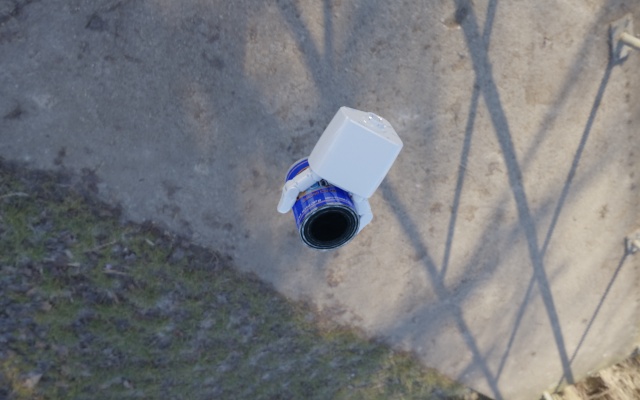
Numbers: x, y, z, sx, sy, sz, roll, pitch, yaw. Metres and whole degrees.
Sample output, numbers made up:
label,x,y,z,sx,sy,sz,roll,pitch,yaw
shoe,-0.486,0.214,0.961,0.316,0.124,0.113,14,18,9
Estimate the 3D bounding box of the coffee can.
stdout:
label,x,y,z,sx,sy,sz,roll,pitch,yaw
coffee can,0.000,0.003,0.821,0.103,0.103,0.140,0,38,-16
